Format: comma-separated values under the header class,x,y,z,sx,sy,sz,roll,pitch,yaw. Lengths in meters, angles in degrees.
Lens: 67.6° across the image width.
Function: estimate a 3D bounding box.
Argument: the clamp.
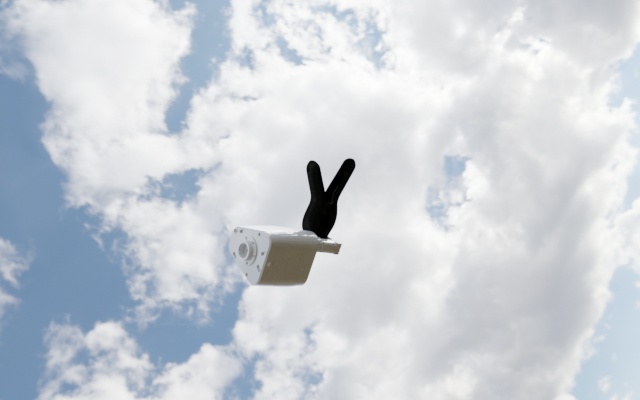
class,x,y,z,sx,sy,sz,roll,pitch,yaw
clamp,0.000,0.003,0.829,0.039,0.171,0.120,24,12,41
